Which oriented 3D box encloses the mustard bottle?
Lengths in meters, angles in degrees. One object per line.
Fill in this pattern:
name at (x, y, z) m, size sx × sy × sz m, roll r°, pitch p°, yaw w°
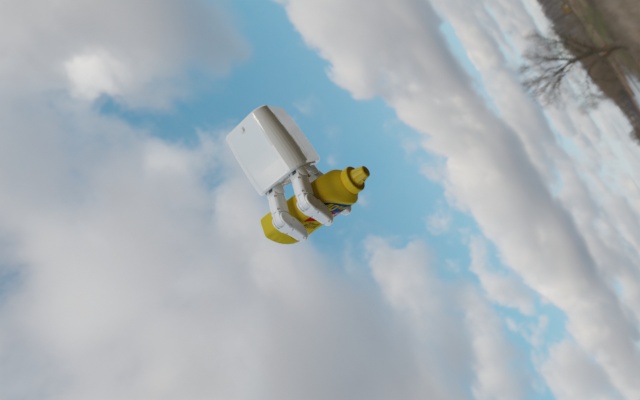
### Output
mustard bottle at (0.000, 0.003, 0.740) m, size 0.192 × 0.058 × 0.096 m, roll -35°, pitch -27°, yaw 33°
